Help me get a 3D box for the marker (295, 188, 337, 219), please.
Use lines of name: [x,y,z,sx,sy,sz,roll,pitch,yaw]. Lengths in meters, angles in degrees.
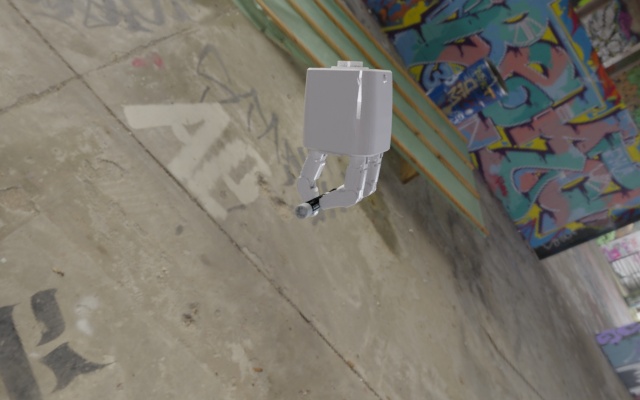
marker: [0.000,0.002,0.665,0.020,0.020,0.121,0,12,26]
